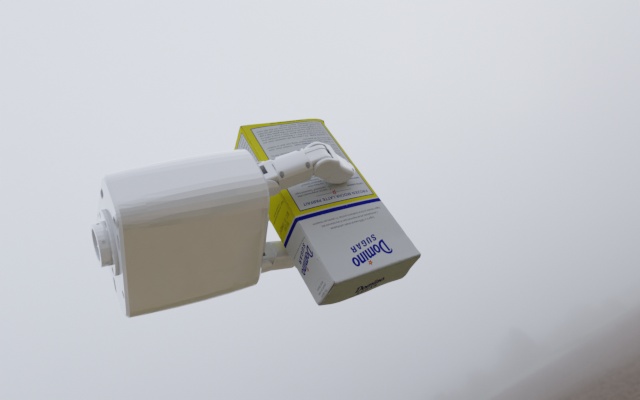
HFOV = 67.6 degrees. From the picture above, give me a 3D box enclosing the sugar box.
[{"bbox_3d":[0.000,0.002,0.426,0.093,0.176,0.048,-12,-33,-32],"label":"sugar box"}]
